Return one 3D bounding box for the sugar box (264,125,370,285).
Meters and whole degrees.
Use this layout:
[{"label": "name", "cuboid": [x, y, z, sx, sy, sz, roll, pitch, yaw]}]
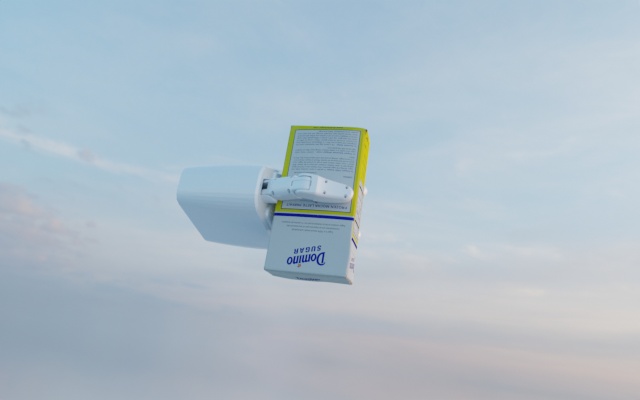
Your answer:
[{"label": "sugar box", "cuboid": [0.000, 0.002, 0.538, 0.093, 0.176, 0.048, 4, -19, 16]}]
